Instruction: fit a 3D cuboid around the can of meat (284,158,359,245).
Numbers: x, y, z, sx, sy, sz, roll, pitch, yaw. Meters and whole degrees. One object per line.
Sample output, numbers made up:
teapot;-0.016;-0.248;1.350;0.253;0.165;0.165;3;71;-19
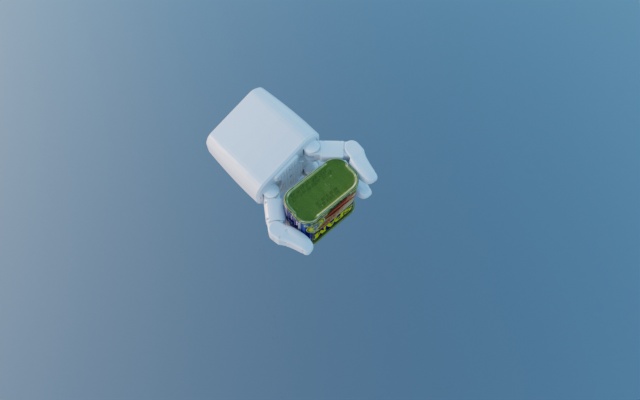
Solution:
can of meat;0.000;0.002;0.611;0.102;0.057;0.084;-39;-16;-17
